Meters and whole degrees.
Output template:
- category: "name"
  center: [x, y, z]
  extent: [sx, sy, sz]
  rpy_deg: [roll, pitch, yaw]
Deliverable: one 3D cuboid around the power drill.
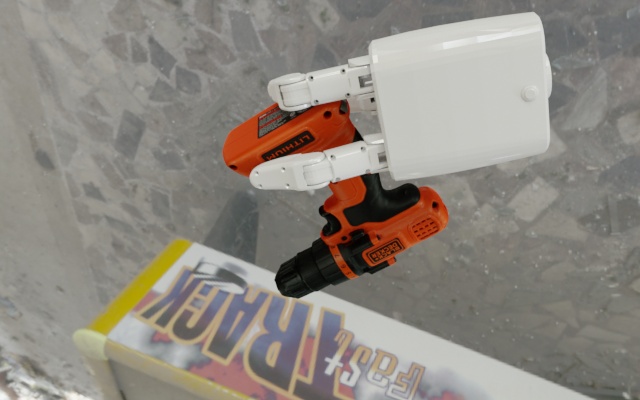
- category: "power drill"
  center: [0.000, 0.001, 0.424]
  extent: [0.184, 0.188, 0.057]
  rpy_deg: [-30, 37, 13]
